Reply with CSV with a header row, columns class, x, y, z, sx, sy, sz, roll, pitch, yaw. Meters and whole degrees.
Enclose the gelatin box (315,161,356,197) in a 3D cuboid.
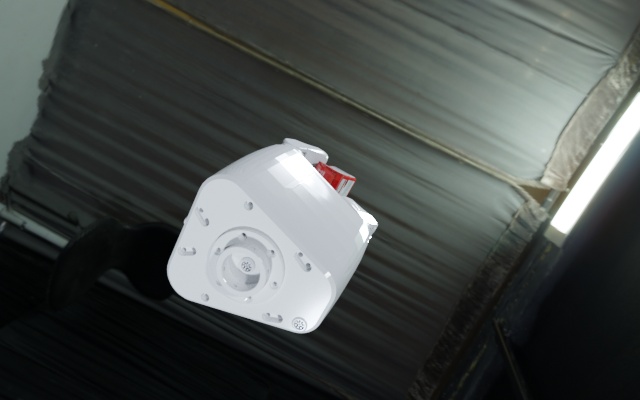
class,x,y,z,sx,sy,sz,roll,pitch,yaw
gelatin box,0.001,0.002,0.473,0.030,0.073,0.089,31,7,10
